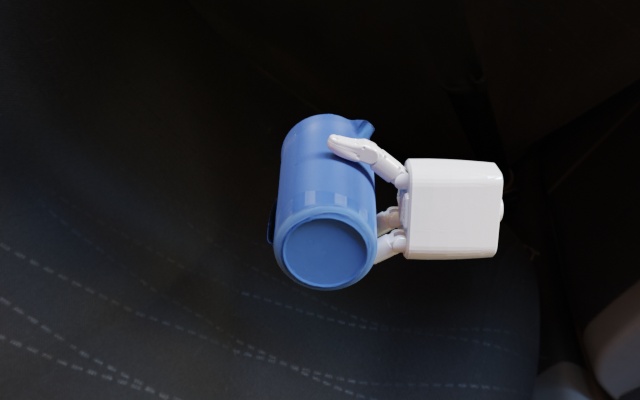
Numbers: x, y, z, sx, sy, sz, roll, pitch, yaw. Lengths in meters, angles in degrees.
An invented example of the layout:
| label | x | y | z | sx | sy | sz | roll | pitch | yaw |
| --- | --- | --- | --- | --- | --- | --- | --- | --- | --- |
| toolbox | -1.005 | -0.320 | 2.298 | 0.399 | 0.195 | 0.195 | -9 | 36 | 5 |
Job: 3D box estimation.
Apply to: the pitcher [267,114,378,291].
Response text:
| label | x | y | z | sx | sy | sz | roll | pitch | yaw |
| --- | --- | --- | --- | --- | --- | --- | --- | --- | --- |
| pitcher | 0.000 | 0.002 | 0.592 | 0.145 | 0.149 | 0.242 | 2 | 29 | 1 |
